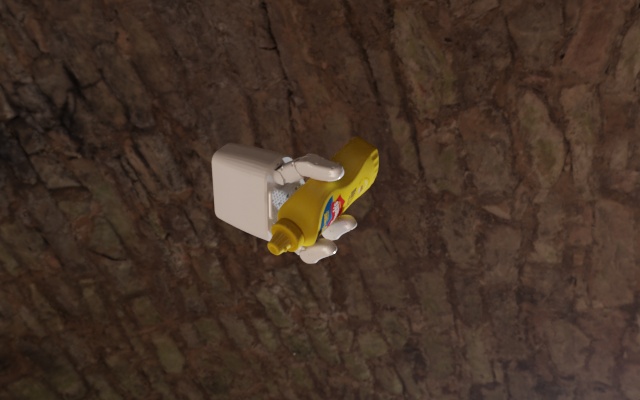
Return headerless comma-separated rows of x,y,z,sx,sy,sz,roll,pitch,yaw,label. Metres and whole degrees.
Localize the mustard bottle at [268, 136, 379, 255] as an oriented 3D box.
0.001,0.002,0.601,0.058,0.096,0.191,36,52,14,mustard bottle
